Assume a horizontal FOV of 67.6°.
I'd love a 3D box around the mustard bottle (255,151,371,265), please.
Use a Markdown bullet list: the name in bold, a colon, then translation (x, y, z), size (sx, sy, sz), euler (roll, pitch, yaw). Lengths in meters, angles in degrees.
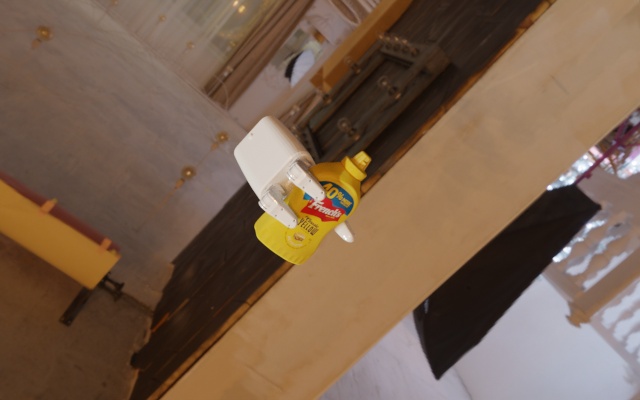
- **mustard bottle**: translation (0.000, 0.003, 0.693), size (0.096, 0.191, 0.058), euler (38, 13, -28)
